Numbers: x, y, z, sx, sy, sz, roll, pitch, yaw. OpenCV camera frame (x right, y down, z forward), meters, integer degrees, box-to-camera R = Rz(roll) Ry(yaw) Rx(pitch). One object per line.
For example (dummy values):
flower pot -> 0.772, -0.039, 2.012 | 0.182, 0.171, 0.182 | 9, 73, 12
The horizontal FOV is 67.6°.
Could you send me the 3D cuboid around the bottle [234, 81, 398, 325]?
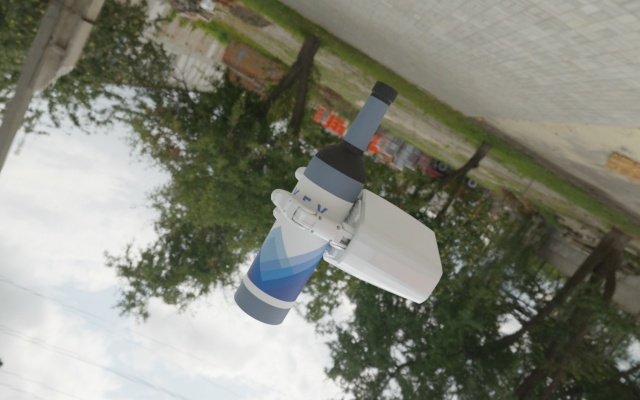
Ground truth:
bottle -> 0.000, 0.002, 0.542 | 0.069, 0.296, 0.069 | 29, 9, -5
